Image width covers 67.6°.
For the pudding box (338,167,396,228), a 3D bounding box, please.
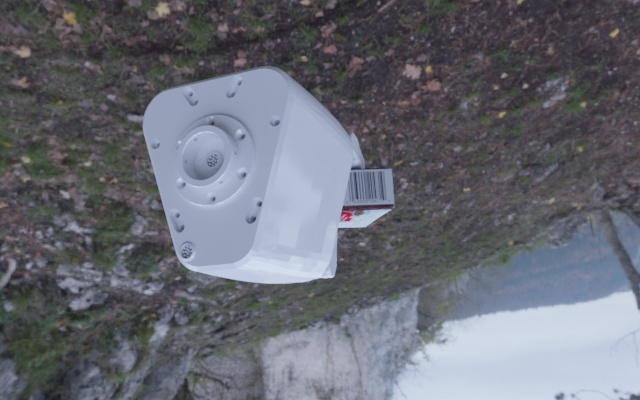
[{"bbox_3d":[0.000,0.002,0.427,0.113,0.039,0.090,-1,-13,-10],"label":"pudding box"}]
